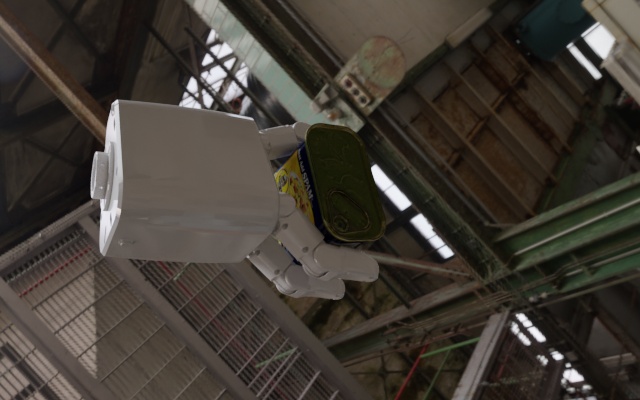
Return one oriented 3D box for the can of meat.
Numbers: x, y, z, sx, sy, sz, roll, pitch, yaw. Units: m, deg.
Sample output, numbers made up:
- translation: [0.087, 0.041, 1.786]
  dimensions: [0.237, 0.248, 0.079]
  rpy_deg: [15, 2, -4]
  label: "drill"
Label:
- translation: [0.000, 0.001, 0.402]
  dimensions: [0.057, 0.102, 0.084]
  rpy_deg: [1, -26, -32]
  label: "can of meat"
